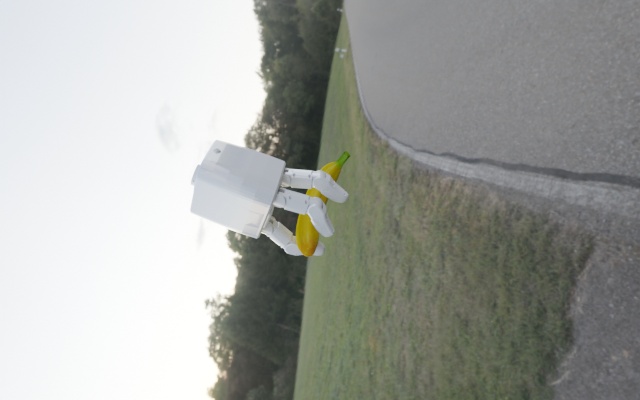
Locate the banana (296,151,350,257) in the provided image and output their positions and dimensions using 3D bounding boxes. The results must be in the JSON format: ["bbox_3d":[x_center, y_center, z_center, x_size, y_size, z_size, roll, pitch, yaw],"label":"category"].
[{"bbox_3d":[-0.006,0.008,0.725,0.037,0.197,0.070,27,-35,-10],"label":"banana"}]
